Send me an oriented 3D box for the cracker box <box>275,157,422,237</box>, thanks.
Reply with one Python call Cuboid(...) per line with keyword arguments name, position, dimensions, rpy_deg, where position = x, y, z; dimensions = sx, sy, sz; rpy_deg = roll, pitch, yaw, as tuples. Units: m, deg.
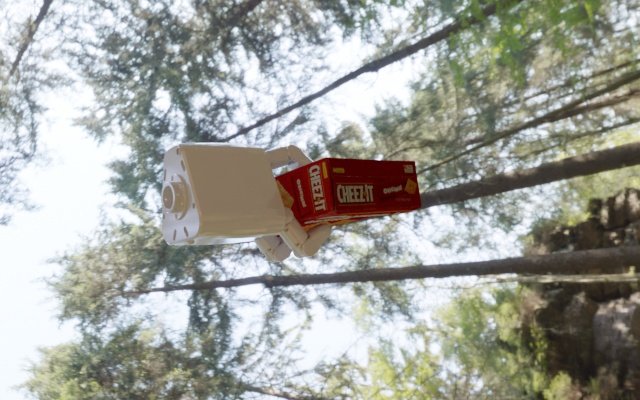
Cuboid(name="cracker box", position=(0.000, 0.002, 0.643), dimensions=(0.164, 0.072, 0.214), rpy_deg=(-3, -8, -43))
